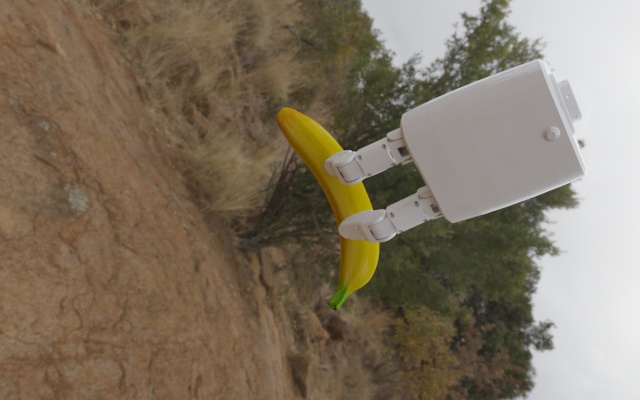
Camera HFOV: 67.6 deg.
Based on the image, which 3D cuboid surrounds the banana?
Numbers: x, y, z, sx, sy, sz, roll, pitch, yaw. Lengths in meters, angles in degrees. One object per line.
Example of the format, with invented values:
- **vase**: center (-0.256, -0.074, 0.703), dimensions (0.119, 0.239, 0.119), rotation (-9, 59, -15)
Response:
- **banana**: center (0.015, 0.001, 0.461), dimensions (0.069, 0.198, 0.037), rotation (-16, -1, -36)
